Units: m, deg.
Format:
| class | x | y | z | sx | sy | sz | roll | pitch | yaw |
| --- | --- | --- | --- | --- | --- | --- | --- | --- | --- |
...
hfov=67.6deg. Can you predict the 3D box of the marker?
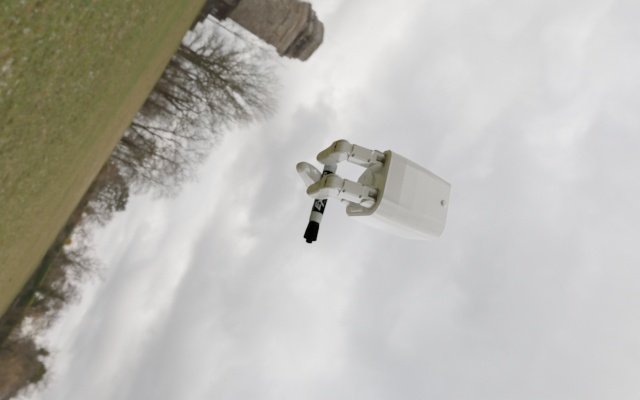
| class | x | y | z | sx | sy | sz | roll | pitch | yaw |
| --- | --- | --- | --- | --- | --- | --- | --- | --- | --- |
| marker | 0.000 | 0.002 | 0.648 | 0.020 | 0.121 | 0.020 | 13 | -24 | 6 |
